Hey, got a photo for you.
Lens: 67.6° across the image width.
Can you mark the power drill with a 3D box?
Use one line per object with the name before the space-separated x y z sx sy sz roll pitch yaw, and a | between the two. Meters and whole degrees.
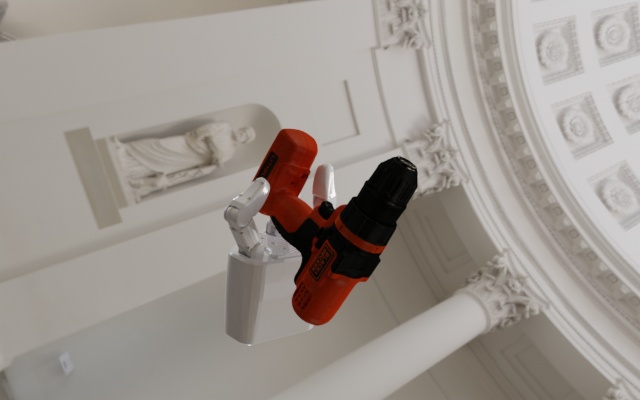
power drill | 0.000 0.002 0.487 0.057 0.184 0.187 16 25 -38
